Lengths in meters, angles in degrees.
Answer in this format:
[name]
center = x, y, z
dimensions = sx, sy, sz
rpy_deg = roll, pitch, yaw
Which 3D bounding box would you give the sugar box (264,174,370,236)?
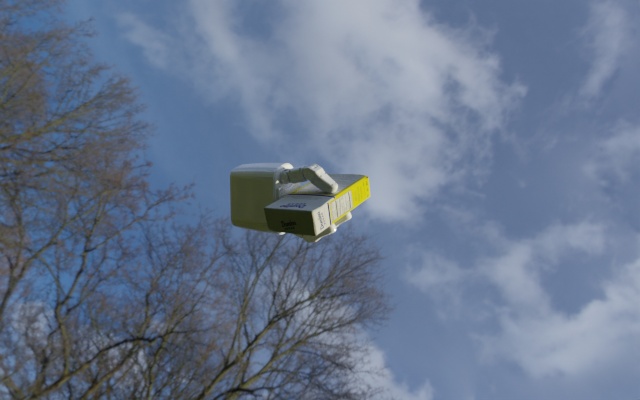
[sugar box]
center = 0.000, 0.003, 0.771
dimensions = 0.093, 0.048, 0.176
rpy_deg = 4, 24, 34
